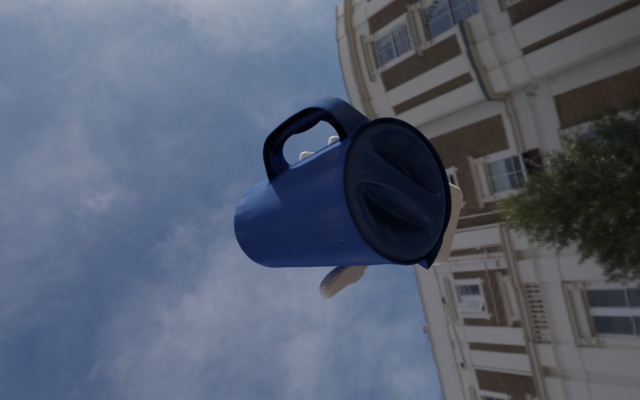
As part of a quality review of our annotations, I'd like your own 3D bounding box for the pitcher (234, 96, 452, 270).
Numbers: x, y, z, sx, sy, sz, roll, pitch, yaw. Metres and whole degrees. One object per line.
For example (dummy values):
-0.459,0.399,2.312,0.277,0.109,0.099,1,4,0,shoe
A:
0.000,0.002,0.508,0.145,0.149,0.243,11,-17,-35,pitcher
